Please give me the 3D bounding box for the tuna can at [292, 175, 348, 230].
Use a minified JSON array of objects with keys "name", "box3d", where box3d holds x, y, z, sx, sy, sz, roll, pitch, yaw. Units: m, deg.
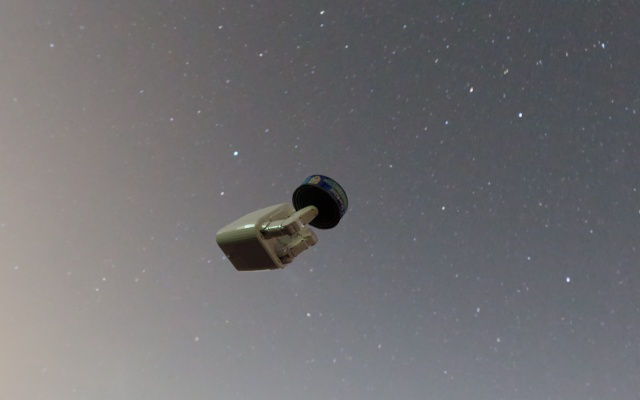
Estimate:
[{"name":"tuna can","box3d":[0.000,0.002,0.757,0.086,0.086,0.033,0,34,34]}]
